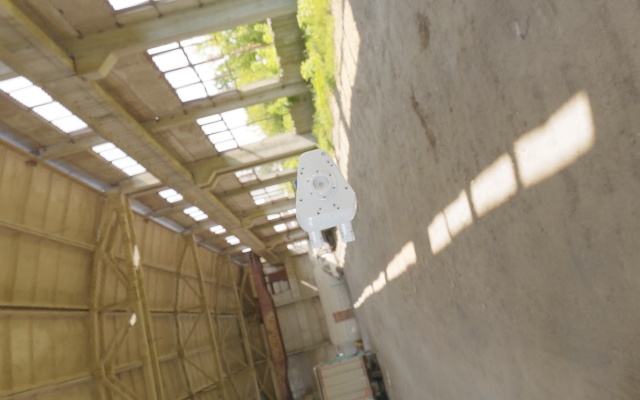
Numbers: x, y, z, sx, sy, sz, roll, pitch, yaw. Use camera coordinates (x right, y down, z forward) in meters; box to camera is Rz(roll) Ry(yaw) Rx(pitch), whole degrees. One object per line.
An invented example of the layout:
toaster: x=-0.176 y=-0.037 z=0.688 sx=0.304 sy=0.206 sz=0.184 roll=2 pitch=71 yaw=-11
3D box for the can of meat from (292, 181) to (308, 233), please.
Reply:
can of meat: x=0.000 y=0.003 z=0.869 sx=0.084 sy=0.102 sz=0.057 roll=-15 pitch=-10 yaw=-2
